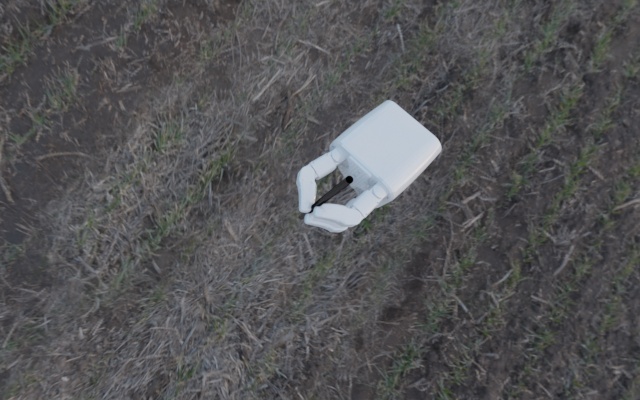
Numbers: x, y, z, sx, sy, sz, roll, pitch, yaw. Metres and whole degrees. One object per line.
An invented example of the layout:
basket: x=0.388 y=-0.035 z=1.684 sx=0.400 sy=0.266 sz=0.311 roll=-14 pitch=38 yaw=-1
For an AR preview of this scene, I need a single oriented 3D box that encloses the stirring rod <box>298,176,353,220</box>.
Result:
stirring rod: x=0.000 y=0.002 z=0.583 sx=0.011 sy=0.011 sz=0.239 roll=0 pitch=-11 yaw=-14
